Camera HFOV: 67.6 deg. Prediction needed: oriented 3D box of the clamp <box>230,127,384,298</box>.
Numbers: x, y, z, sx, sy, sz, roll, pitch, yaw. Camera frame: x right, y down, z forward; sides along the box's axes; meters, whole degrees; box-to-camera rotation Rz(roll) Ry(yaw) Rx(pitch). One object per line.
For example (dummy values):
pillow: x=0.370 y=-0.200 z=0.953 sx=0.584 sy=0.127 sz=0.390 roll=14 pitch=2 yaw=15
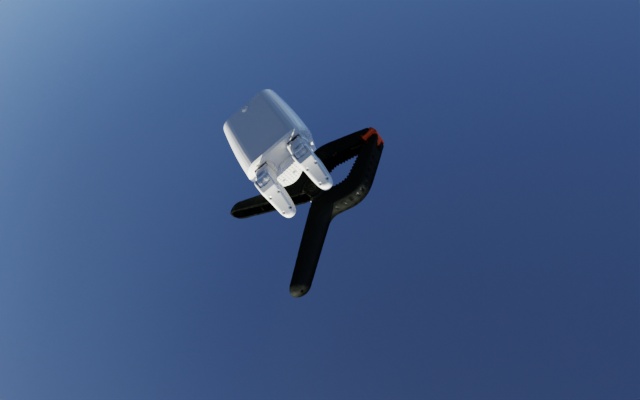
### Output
clamp: x=0.001 y=0.002 z=0.570 sx=0.210 sy=0.164 sz=0.036 roll=-40 pitch=-36 yaw=6
